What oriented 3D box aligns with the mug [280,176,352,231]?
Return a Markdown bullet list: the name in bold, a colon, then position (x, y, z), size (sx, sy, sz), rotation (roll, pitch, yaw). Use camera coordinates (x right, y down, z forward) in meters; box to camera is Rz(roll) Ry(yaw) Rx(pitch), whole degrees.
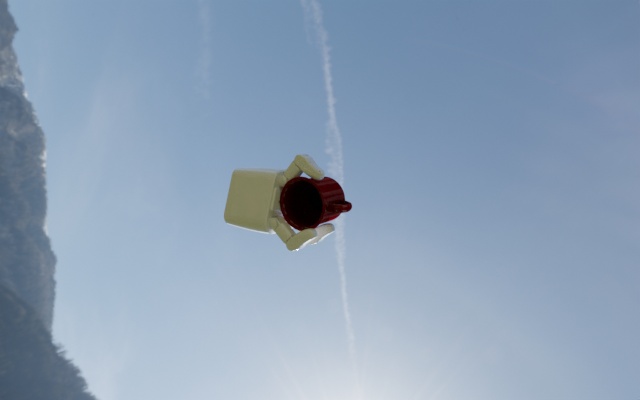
- **mug**: position (0.001, 0.003, 0.824), size (0.117, 0.093, 0.081), rotation (8, 11, 32)
